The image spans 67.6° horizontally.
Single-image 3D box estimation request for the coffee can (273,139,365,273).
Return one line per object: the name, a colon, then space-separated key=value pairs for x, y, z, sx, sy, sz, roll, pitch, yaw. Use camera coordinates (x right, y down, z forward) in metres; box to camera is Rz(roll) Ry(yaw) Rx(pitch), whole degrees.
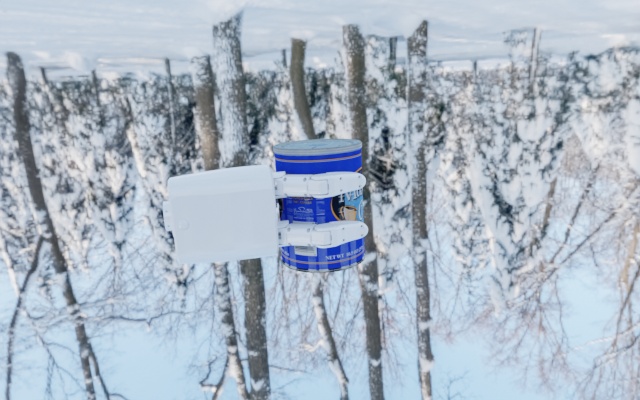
coffee can: x=0.000 y=0.002 z=0.567 sx=0.103 sy=0.140 sz=0.102 roll=-3 pitch=13 yaw=1
